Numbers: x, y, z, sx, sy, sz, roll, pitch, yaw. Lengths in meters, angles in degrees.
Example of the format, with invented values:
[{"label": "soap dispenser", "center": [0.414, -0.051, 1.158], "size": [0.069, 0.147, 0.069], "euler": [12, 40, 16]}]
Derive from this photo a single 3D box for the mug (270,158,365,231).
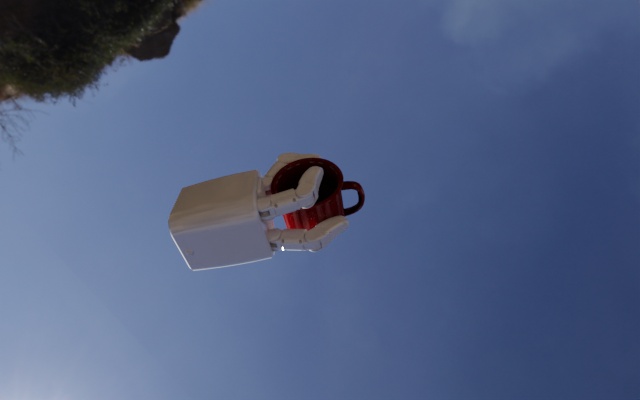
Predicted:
[{"label": "mug", "center": [0.002, 0.002, 0.629], "size": [0.117, 0.093, 0.082], "euler": [-9, -45, 2]}]
